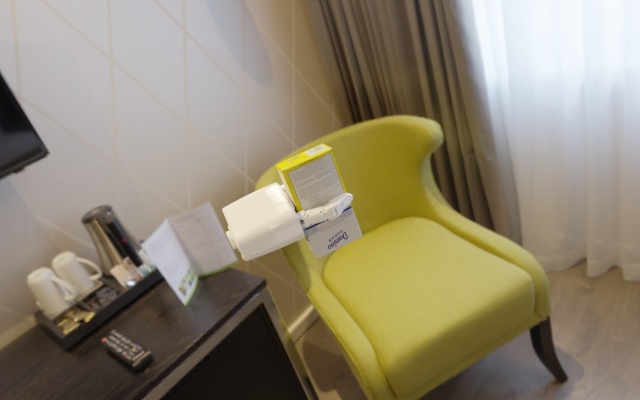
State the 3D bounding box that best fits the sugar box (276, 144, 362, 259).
[{"bbox_3d":[0.000,0.002,0.815,0.093,0.176,0.048,-25,27,-12],"label":"sugar box"}]
